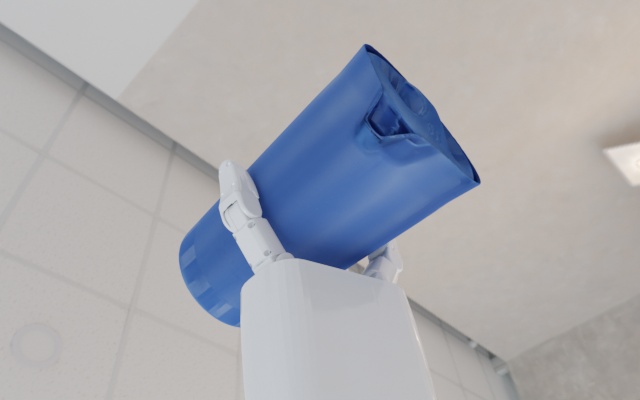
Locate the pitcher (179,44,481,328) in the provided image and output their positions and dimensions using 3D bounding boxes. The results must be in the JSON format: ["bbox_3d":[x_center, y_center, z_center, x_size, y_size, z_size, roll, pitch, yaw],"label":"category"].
[{"bbox_3d":[0.000,0.001,0.406,0.243,0.145,0.149,-39,-52,23],"label":"pitcher"}]
